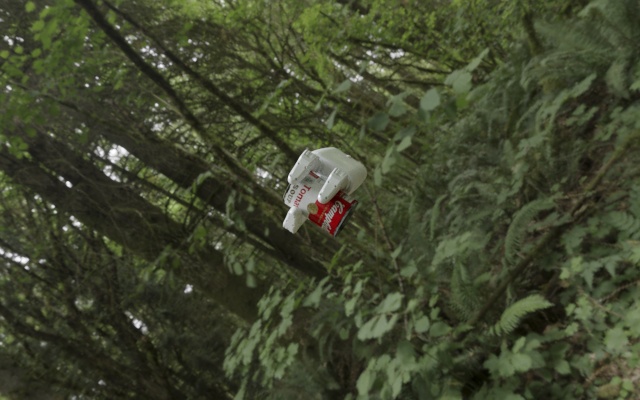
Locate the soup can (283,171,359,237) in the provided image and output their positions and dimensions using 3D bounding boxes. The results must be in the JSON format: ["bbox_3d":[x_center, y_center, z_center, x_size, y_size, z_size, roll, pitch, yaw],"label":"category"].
[{"bbox_3d":[0.000,0.003,0.760,0.102,0.068,0.068,34,6,10],"label":"soup can"}]
